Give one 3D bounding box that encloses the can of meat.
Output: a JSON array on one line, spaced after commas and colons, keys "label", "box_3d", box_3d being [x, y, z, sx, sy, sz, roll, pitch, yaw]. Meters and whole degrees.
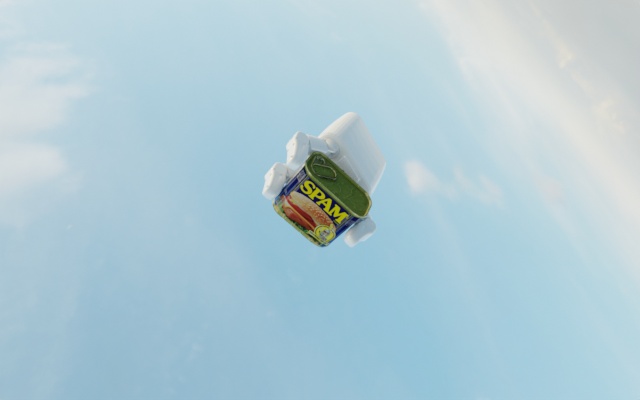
[{"label": "can of meat", "box_3d": [0.000, 0.002, 0.619, 0.084, 0.102, 0.057, -44, 8, 35]}]
